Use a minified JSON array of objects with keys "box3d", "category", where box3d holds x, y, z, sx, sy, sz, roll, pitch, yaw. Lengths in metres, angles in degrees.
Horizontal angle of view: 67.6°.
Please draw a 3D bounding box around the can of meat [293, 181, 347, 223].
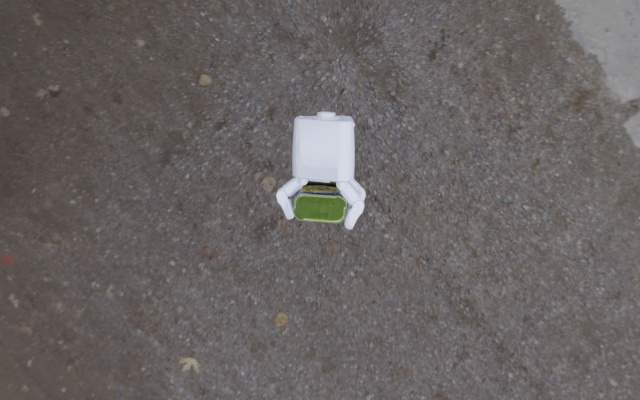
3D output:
[{"box3d":[0.000,0.003,0.890,0.102,0.057,0.084,4,16,1],"category":"can of meat"}]
